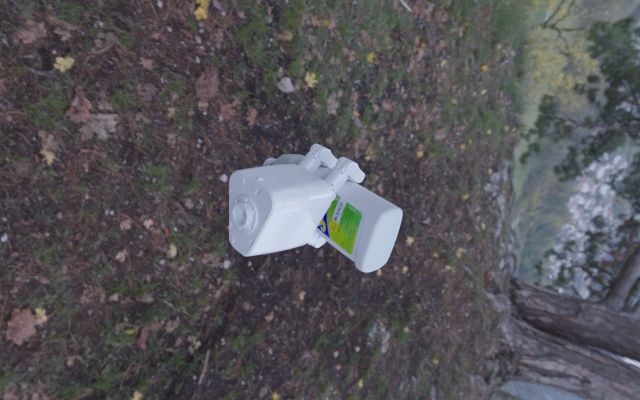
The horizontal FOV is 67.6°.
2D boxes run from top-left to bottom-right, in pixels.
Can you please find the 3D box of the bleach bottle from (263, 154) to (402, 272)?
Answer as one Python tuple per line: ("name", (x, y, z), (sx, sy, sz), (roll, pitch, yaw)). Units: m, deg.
("bleach bottle", (0.000, 0.002, 0.724), (0.250, 0.103, 0.068), (31, 26, 35))
